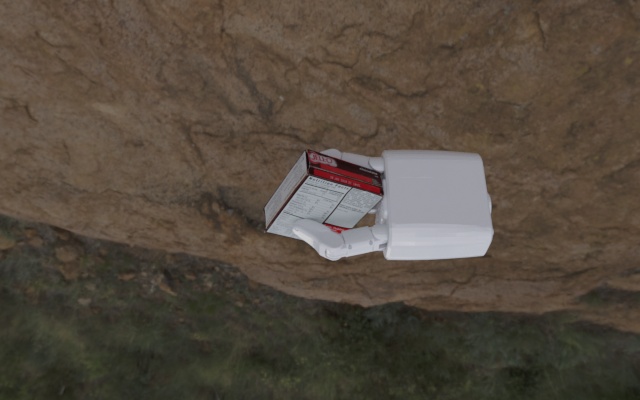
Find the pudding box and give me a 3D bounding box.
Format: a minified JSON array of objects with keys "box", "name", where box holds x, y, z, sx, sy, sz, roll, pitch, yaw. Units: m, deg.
[{"box":[0.000,0.002,0.512,0.090,0.039,0.113,16,-43,-24],"name":"pudding box"}]
